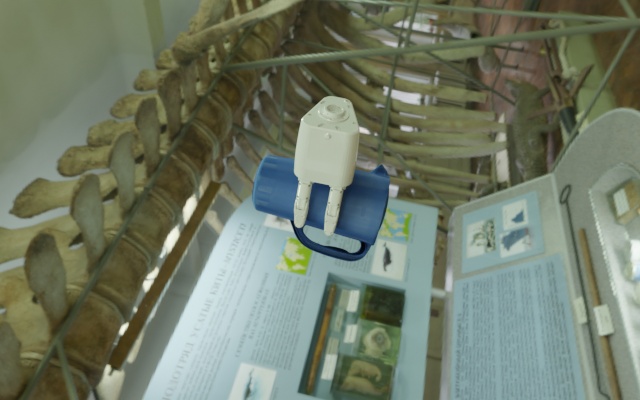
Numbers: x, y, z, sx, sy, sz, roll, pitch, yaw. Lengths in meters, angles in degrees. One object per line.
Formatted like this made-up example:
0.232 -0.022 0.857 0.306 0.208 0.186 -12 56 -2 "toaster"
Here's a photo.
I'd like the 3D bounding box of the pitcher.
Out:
0.000 0.003 0.887 0.243 0.145 0.149 13 43 4 "pitcher"
